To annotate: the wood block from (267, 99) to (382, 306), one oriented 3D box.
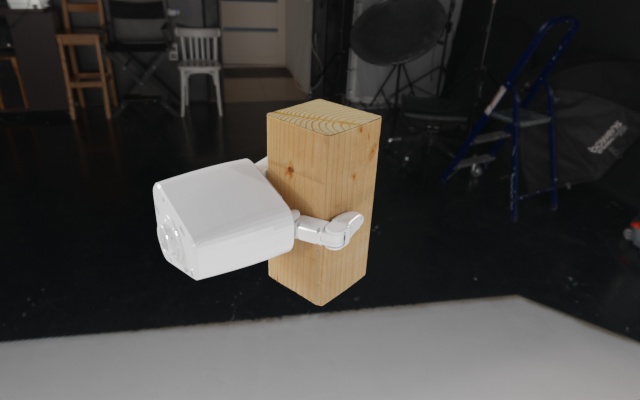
[{"bbox_3d":[0.000,0.002,0.548,0.091,0.206,0.090,24,35,35],"label":"wood block"}]
